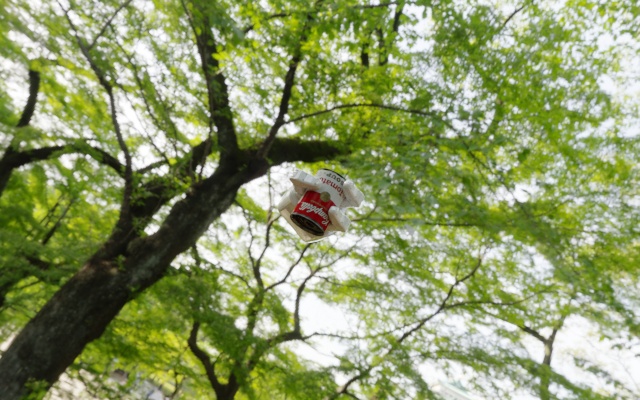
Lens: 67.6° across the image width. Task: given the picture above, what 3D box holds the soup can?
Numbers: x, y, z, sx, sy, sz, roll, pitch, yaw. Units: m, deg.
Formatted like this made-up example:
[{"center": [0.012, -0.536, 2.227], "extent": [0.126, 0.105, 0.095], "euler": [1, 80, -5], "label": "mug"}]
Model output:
[{"center": [0.000, 0.002, 0.842], "extent": [0.068, 0.102, 0.068], "euler": [26, -22, 11], "label": "soup can"}]
